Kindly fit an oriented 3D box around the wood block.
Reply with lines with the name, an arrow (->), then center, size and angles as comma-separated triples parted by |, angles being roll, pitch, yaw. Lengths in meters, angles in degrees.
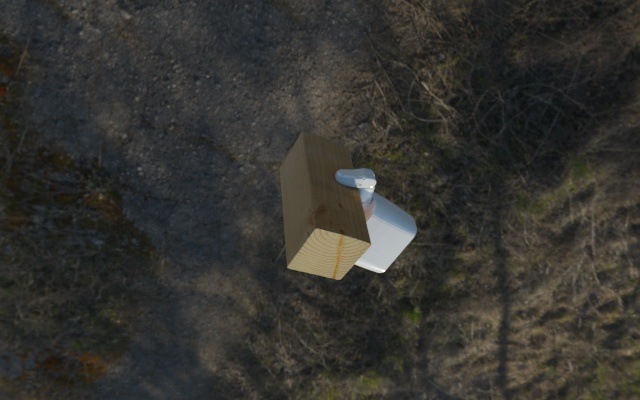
wood block -> 0.001, 0.002, 0.720 | 0.090, 0.206, 0.091 | 17, -50, -24
